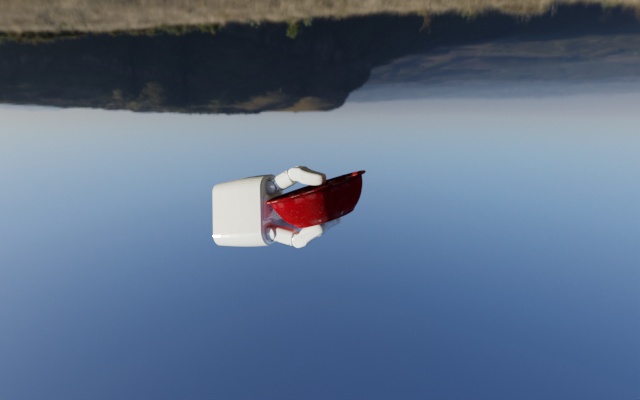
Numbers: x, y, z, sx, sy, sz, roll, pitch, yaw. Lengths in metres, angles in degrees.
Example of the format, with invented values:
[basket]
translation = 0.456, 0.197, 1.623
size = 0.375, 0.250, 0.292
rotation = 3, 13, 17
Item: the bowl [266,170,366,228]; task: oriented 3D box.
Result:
[bowl]
translation = 0.001, 0.003, 0.738
size = 0.162, 0.055, 0.162
rotation = -18, 5, 2
